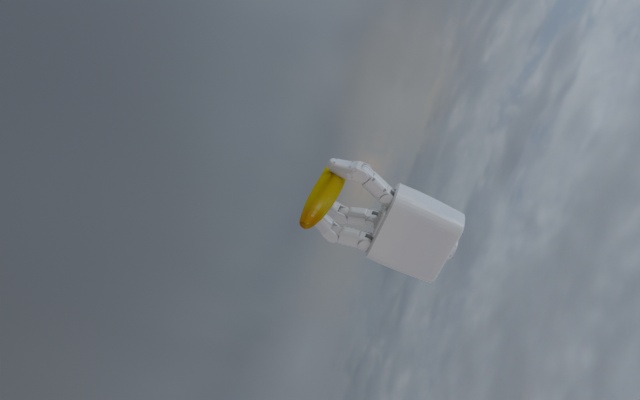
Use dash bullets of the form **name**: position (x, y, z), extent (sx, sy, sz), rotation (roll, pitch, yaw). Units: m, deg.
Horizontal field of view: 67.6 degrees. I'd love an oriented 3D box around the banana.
- **banana**: position (0.009, -0.014, 0.686), extent (0.037, 0.070, 0.197), rotation (28, 16, -1)
